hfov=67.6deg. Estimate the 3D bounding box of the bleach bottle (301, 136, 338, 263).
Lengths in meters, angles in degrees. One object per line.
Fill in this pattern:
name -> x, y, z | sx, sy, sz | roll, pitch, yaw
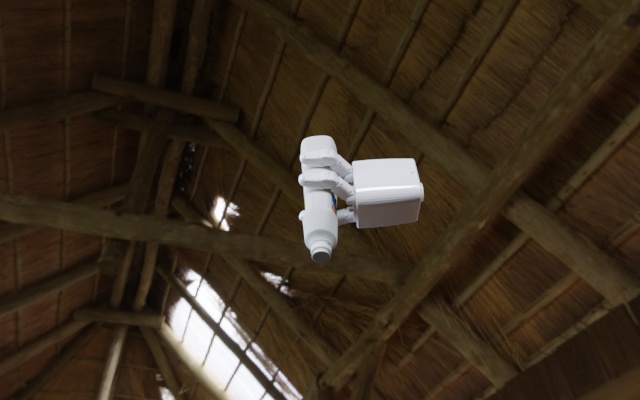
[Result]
bleach bottle -> 0.000, 0.003, 0.801 | 0.068, 0.103, 0.250 | -5, 44, 4
